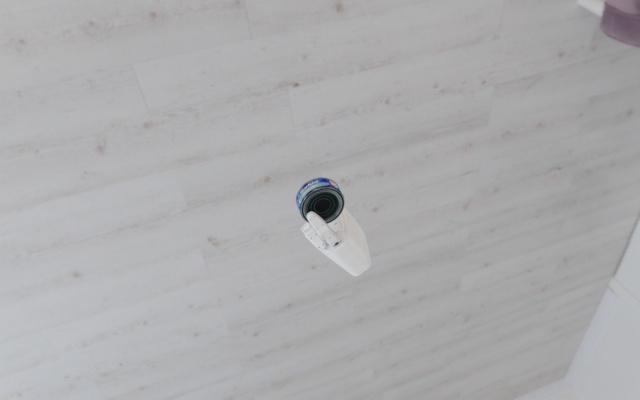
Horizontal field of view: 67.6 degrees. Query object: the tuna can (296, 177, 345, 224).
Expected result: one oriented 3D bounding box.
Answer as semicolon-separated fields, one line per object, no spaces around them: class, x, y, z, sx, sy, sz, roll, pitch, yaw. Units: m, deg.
tuna can;0.000;0.003;0.873;0.086;0.086;0.033;0;32;-19
